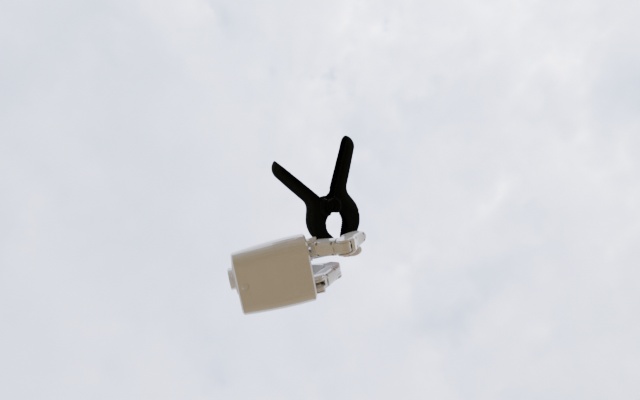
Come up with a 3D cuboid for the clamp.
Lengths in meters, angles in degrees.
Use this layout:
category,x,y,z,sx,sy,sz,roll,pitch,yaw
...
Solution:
category,x,y,z,sx,sy,sz,roll,pitch,yaw
clamp,0.000,0.002,0.672,0.120,0.171,0.039,-11,11,-8
